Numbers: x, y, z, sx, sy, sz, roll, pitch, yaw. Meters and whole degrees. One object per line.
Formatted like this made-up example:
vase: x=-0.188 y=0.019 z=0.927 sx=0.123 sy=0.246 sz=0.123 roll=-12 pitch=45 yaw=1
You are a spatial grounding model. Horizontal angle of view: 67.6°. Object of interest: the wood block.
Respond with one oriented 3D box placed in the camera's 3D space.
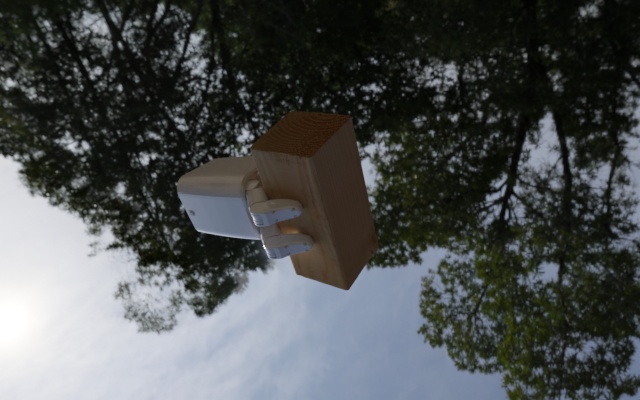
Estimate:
wood block: x=0.000 y=0.002 z=0.601 sx=0.090 sy=0.206 sz=0.090 roll=12 pitch=44 yaw=32
